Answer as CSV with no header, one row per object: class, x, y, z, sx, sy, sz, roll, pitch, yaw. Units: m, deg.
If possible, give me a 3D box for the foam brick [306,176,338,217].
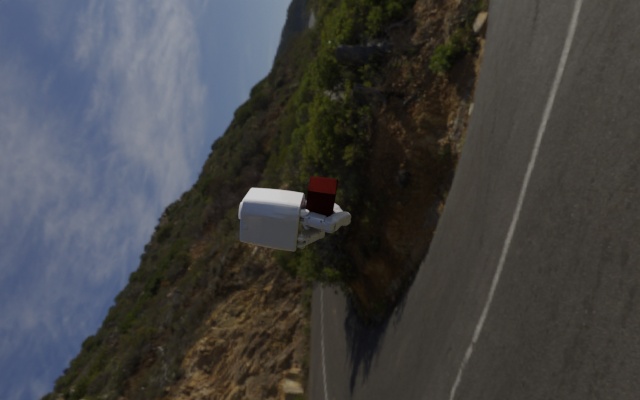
foam brick,0.000,0.003,0.871,0.051,0.078,0.053,9,34,1
